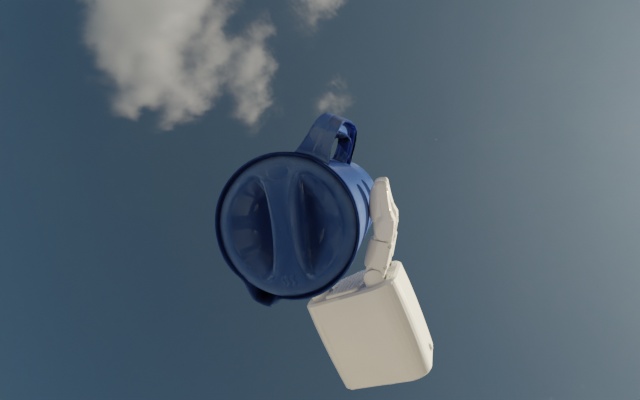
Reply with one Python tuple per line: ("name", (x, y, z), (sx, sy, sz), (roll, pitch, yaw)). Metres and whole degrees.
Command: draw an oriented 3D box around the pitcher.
("pitcher", (0.000, 0.002, 0.524), (0.149, 0.145, 0.243), (-25, 0, 15))
